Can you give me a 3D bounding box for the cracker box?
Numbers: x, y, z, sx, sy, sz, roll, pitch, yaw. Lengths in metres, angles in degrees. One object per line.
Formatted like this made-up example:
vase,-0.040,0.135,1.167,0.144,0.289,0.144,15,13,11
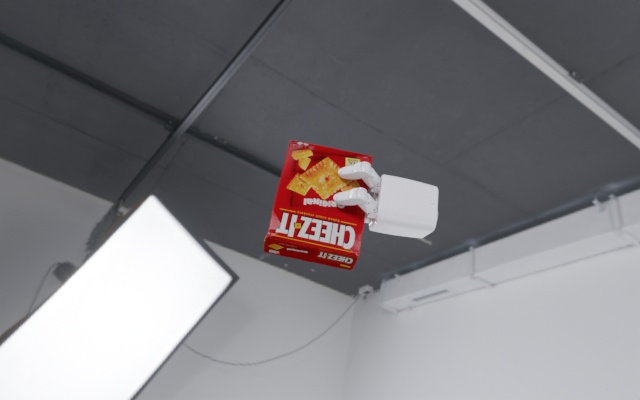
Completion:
cracker box,0.000,0.003,0.873,0.164,0.213,0.072,12,-30,-1
